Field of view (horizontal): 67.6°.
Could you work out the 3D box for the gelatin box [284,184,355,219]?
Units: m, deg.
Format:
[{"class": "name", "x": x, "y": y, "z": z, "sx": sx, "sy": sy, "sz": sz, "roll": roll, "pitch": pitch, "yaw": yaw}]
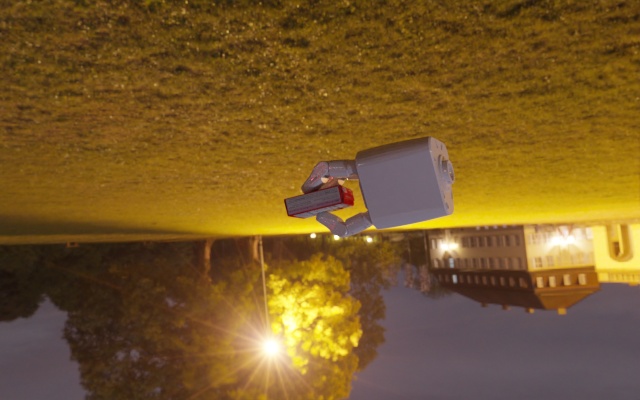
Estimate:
[{"class": "gelatin box", "x": 0.000, "y": 0.003, "z": 0.712, "sx": 0.089, "sy": 0.030, "sz": 0.073, "roll": -15, "pitch": -8, "yaw": 15}]
